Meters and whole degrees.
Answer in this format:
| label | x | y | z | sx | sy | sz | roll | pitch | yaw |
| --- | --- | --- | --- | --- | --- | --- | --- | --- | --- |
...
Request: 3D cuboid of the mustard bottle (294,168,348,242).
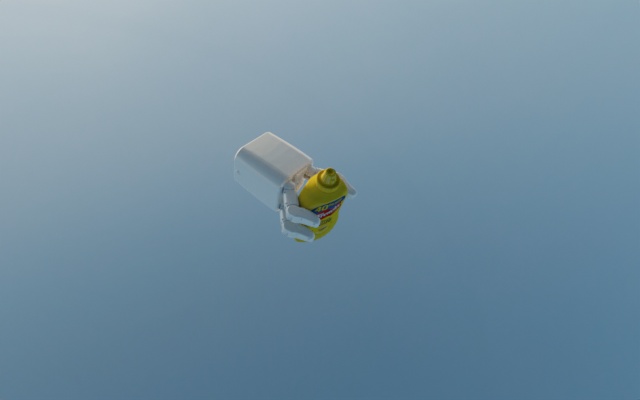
| label | x | y | z | sx | sy | sz | roll | pitch | yaw |
| --- | --- | --- | --- | --- | --- | --- | --- | --- | --- |
| mustard bottle | 0.000 | 0.003 | 0.856 | 0.096 | 0.058 | 0.192 | -22 | -25 | -23 |
